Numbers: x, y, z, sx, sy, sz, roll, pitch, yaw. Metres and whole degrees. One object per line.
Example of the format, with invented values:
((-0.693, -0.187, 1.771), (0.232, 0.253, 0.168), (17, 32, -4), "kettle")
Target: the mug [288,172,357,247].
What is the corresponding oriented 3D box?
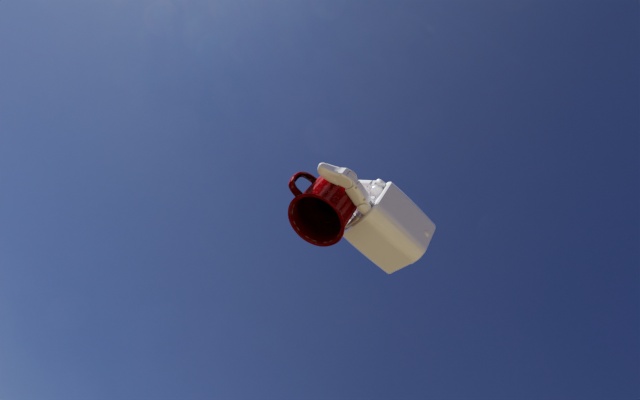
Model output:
((-0.001, 0.001, 0.738), (0.093, 0.117, 0.081), (-44, 4, 40), "mug")
